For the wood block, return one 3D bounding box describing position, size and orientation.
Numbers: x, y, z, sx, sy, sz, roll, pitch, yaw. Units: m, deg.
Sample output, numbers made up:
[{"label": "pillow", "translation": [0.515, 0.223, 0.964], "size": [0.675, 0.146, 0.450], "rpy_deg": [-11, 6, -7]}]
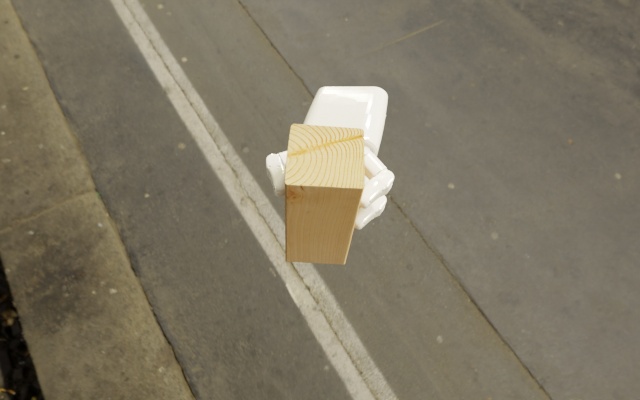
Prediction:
[{"label": "wood block", "translation": [0.000, 0.002, 0.635], "size": [0.091, 0.090, 0.206], "rpy_deg": [4, -32, -1]}]
